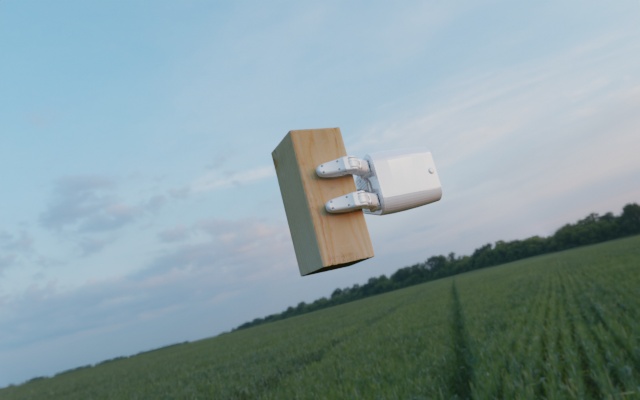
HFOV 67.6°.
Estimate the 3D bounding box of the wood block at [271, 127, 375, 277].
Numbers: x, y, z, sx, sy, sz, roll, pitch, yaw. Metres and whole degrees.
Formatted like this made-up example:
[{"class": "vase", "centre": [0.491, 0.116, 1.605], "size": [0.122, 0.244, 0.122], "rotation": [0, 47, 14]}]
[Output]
[{"class": "wood block", "centre": [0.000, 0.002, 0.736], "size": [0.090, 0.206, 0.091], "rotation": [-8, -14, -26]}]
